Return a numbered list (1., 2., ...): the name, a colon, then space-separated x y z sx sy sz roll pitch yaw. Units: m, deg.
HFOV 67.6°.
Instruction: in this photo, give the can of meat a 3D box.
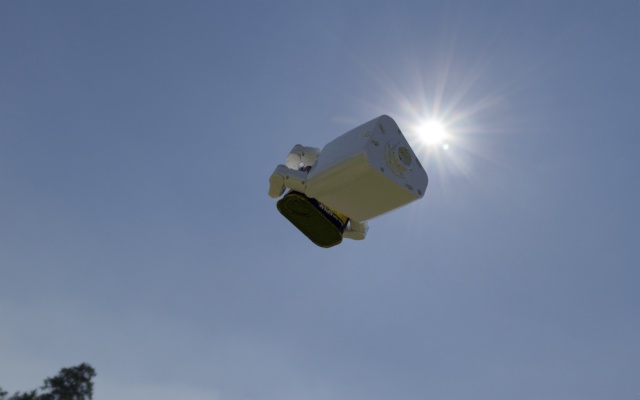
1. can of meat: 0.000 0.002 0.679 0.102 0.084 0.057 43 -40 -18
